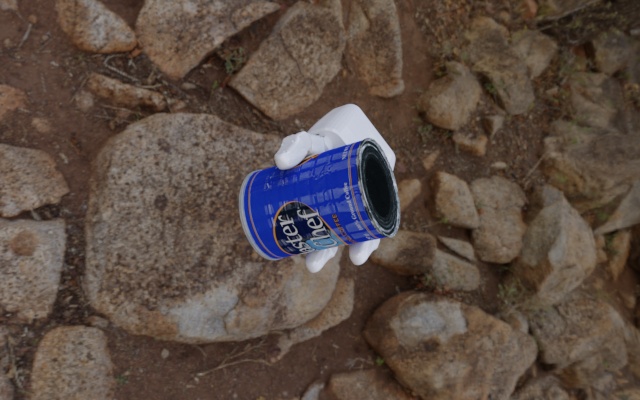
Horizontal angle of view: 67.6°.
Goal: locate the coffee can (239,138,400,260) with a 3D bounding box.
[{"bbox_3d":[0.000,0.002,0.506,0.140,0.103,0.103,-14,-6,26],"label":"coffee can"}]
